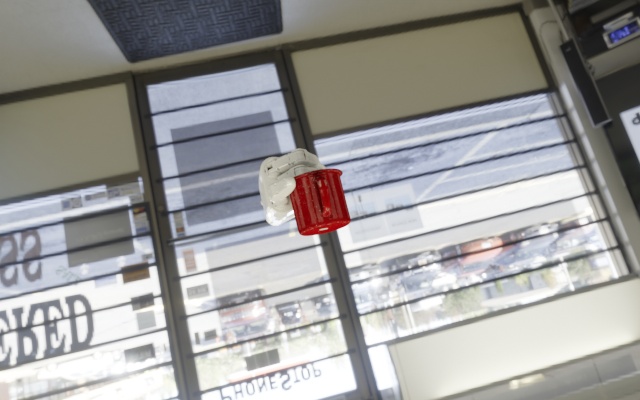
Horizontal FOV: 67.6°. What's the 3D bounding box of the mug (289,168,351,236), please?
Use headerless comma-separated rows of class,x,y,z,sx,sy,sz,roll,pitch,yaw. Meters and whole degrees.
mug,0.000,0.002,0.712,0.093,0.081,0.117,-11,-13,-12
